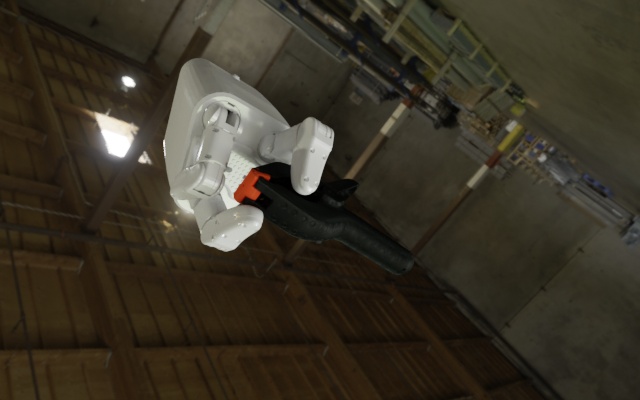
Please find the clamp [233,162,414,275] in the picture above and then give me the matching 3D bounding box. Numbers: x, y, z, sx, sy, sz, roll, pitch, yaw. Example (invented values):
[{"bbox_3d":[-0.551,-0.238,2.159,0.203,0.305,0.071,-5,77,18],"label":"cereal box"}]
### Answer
[{"bbox_3d":[0.000,0.002,0.415,0.171,0.039,0.120,25,18,-36],"label":"clamp"}]
